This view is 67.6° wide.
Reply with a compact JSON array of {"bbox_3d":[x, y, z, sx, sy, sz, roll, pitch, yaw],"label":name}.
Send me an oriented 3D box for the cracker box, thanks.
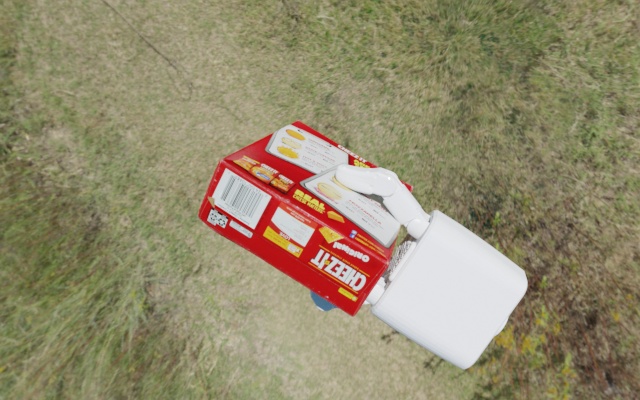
[{"bbox_3d":[0.000,0.002,0.490,0.164,0.072,0.213,31,23,4],"label":"cracker box"}]
